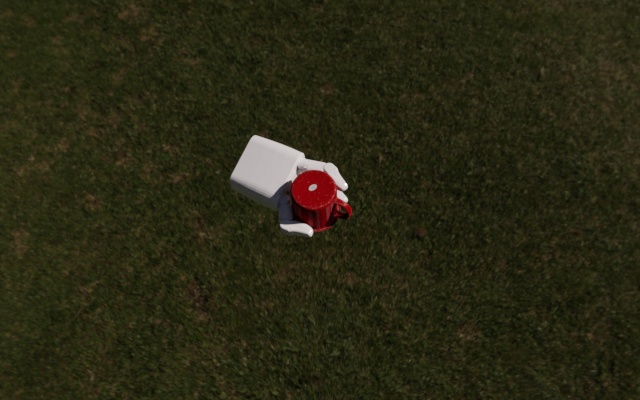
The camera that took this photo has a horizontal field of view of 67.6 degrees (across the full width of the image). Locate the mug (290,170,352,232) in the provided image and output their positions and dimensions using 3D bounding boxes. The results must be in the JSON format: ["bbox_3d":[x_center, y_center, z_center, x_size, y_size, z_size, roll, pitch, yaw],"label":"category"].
[{"bbox_3d":[0.001,0.003,0.851,0.117,0.093,0.081,22,-25,14],"label":"mug"}]
